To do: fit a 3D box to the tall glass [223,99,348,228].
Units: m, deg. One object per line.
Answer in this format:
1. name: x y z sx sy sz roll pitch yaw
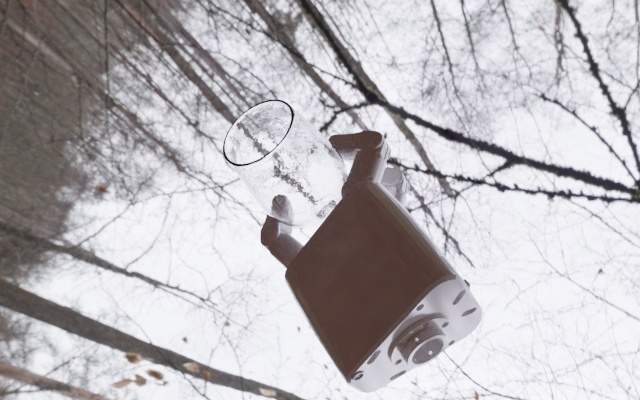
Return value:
1. tall glass: 0.000 0.002 0.419 0.079 0.079 0.201 0 -32 34
